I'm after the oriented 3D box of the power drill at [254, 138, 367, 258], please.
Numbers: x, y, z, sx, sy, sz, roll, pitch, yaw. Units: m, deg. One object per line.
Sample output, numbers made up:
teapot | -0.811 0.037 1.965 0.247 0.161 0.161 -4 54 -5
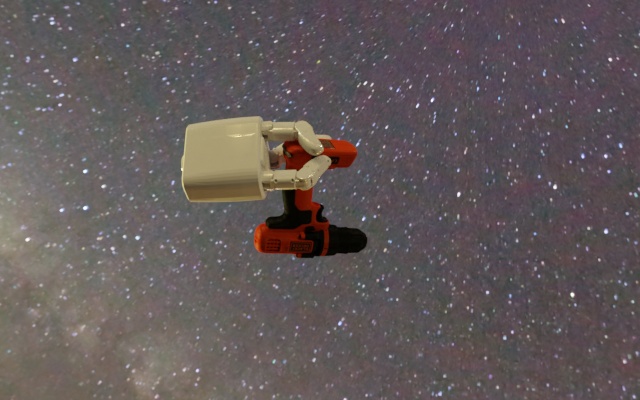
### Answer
power drill | 0.000 0.002 0.725 0.184 0.188 0.057 2 25 -20
